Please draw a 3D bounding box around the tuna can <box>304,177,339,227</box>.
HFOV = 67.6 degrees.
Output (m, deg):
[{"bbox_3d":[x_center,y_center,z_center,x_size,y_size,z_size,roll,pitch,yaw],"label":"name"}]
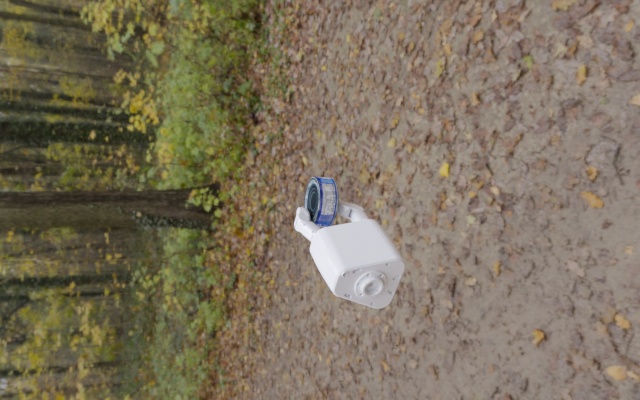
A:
[{"bbox_3d":[0.000,0.003,0.810,0.034,0.086,0.086,5,-2,-19],"label":"tuna can"}]
